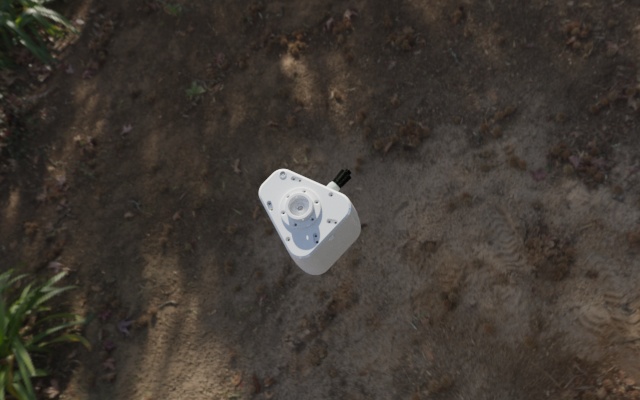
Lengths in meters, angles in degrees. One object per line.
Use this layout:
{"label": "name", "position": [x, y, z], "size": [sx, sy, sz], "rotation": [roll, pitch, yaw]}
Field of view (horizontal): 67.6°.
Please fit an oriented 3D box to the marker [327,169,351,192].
{"label": "marker", "position": [0.000, 0.002, 0.666], "size": [0.020, 0.121, 0.020], "rotation": [42, -6, 6]}
